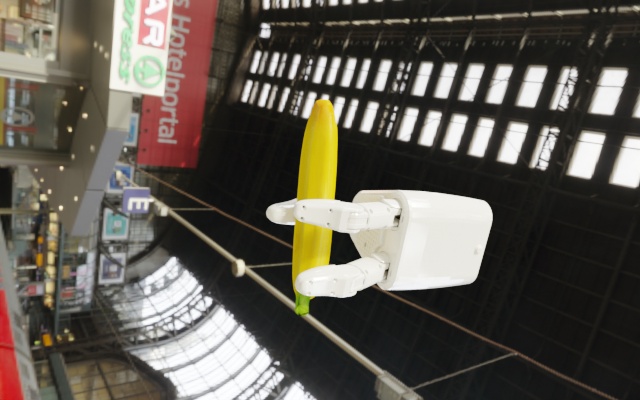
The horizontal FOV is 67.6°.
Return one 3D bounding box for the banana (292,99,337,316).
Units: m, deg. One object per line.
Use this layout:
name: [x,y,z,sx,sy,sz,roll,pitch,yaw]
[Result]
banana: [-0.004,0.006,0.459,0.037,0.198,0.069,5,-6,-10]
